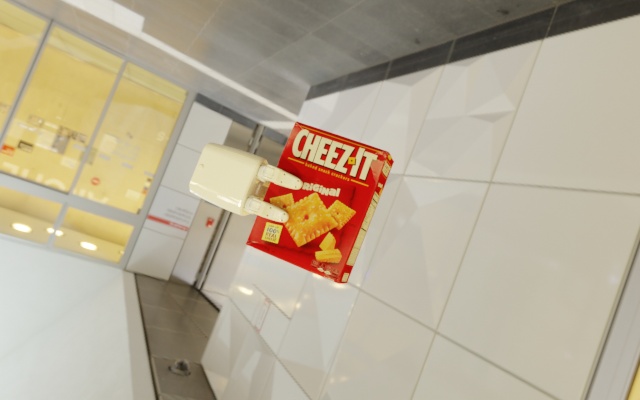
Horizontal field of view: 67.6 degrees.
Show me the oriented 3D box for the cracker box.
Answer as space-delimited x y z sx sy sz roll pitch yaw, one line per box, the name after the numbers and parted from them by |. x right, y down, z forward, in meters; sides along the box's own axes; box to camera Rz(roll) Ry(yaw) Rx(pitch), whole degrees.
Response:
0.000 0.003 0.755 0.164 0.213 0.072 21 -3 16 | cracker box
